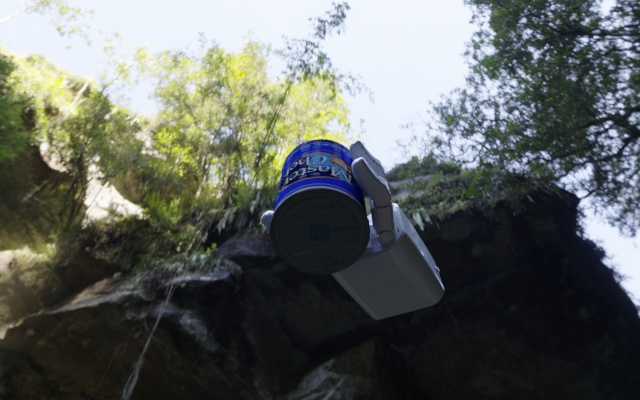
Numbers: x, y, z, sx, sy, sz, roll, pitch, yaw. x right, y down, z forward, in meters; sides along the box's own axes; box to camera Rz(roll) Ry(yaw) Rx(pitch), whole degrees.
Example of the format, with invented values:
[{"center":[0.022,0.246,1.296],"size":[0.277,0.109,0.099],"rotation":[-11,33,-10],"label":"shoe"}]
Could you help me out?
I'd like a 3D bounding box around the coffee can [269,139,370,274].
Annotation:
[{"center":[0.000,0.002,0.545],"size":[0.103,0.103,0.140],"rotation":[0,28,1],"label":"coffee can"}]
